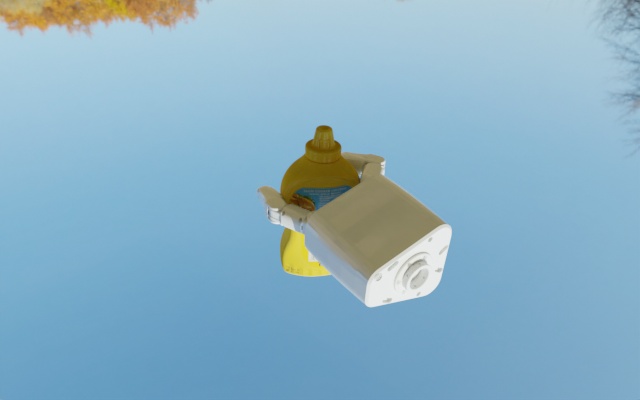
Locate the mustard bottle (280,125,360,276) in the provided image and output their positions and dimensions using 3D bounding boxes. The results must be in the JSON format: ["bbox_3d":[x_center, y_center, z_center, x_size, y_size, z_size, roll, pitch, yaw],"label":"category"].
[{"bbox_3d":[0.000,0.002,0.570,0.096,0.192,0.058,-3,34,-9],"label":"mustard bottle"}]
